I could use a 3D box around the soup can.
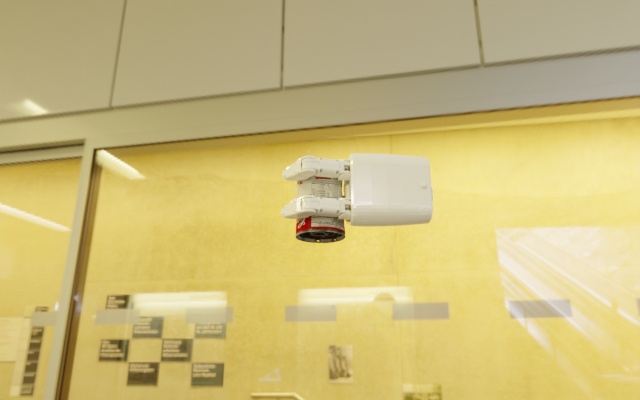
[{"bbox_3d":[0.000,0.002,0.662,0.068,0.102,0.068,0,-18,0],"label":"soup can"}]
